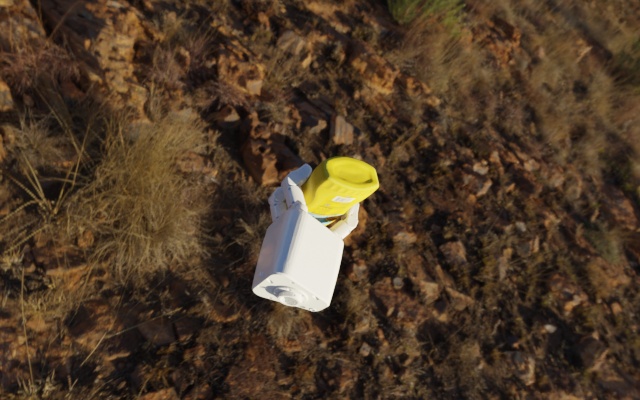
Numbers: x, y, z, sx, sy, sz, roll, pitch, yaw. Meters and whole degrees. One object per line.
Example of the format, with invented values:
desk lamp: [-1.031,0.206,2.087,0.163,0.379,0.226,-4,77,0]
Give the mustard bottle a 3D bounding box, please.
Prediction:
mustard bottle: [0.000,0.002,0.752,0.096,0.058,0.192,5,-29,-31]
